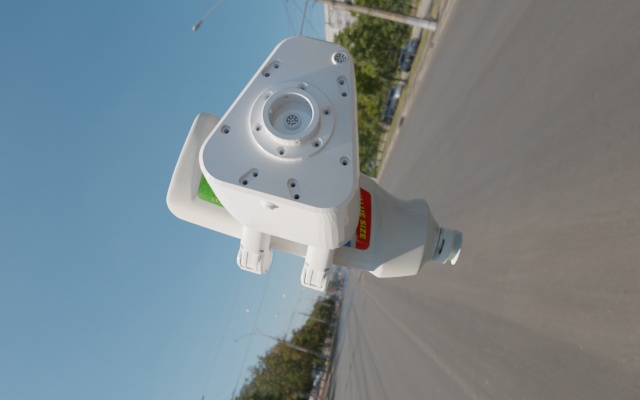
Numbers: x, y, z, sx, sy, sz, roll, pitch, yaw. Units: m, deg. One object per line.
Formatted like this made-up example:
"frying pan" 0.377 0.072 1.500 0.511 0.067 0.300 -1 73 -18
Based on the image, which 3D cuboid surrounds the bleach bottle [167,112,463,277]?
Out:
"bleach bottle" 0.000 0.001 0.426 0.251 0.102 0.068 15 -15 6
